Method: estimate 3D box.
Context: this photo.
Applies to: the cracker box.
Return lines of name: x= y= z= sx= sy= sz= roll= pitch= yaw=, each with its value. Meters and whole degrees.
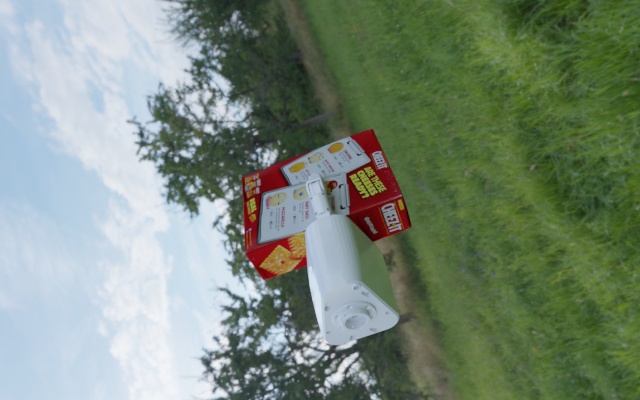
cracker box: x=0.000 y=0.002 z=0.675 sx=0.214 sy=0.072 sz=0.164 roll=-20 pitch=41 yaw=6
